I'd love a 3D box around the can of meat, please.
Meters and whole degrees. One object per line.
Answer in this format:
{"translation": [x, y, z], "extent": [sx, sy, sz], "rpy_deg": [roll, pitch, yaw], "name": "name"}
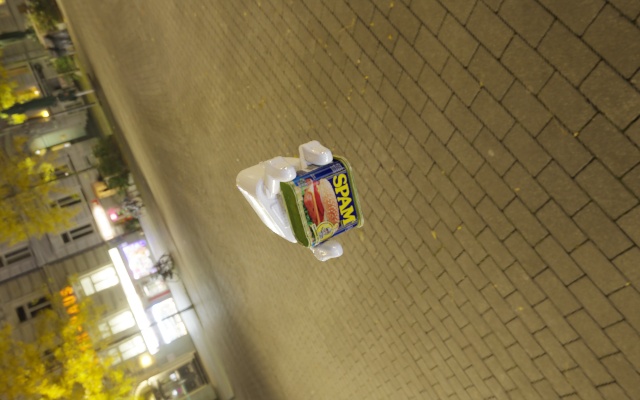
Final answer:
{"translation": [0.000, 0.002, 0.626], "extent": [0.084, 0.102, 0.057], "rpy_deg": [-23, 22, -22], "name": "can of meat"}
